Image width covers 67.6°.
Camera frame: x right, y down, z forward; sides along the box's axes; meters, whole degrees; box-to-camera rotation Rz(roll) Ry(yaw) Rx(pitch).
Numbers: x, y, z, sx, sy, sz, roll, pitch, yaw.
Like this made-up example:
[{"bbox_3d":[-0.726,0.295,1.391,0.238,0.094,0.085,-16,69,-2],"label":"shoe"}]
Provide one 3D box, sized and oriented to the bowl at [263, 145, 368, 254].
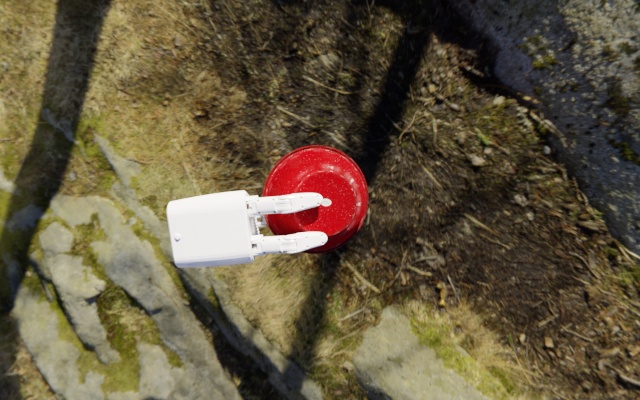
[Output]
[{"bbox_3d":[0.001,0.002,0.683,0.162,0.162,0.055,0,6,-14],"label":"bowl"}]
